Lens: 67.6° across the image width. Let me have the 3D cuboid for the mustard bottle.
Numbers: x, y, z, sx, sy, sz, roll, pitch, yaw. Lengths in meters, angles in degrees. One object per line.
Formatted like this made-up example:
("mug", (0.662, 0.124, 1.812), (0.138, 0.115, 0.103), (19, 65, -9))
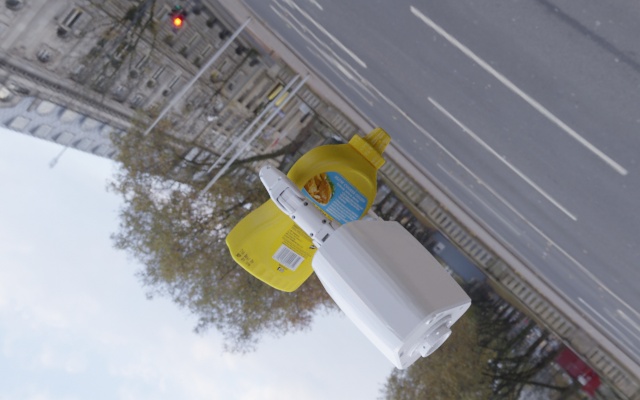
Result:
("mustard bottle", (0.000, 0.002, 0.487), (0.096, 0.191, 0.058), (39, 7, -36))
